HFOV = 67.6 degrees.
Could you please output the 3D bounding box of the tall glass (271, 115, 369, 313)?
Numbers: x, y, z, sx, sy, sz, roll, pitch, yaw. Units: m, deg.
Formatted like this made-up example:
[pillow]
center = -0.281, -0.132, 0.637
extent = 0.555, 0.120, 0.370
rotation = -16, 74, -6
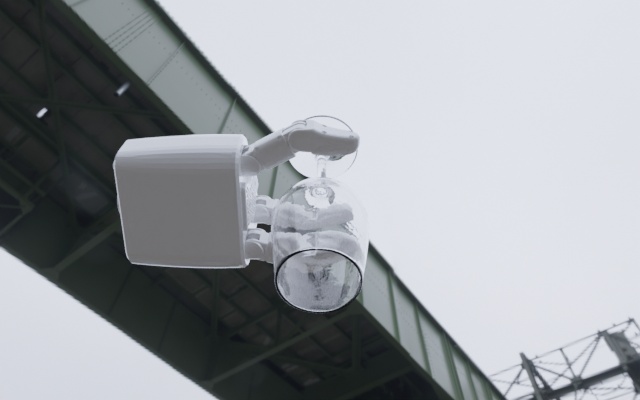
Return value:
[tall glass]
center = 0.000, 0.001, 0.412
extent = 0.079, 0.079, 0.201
rotation = 0, 34, 1
